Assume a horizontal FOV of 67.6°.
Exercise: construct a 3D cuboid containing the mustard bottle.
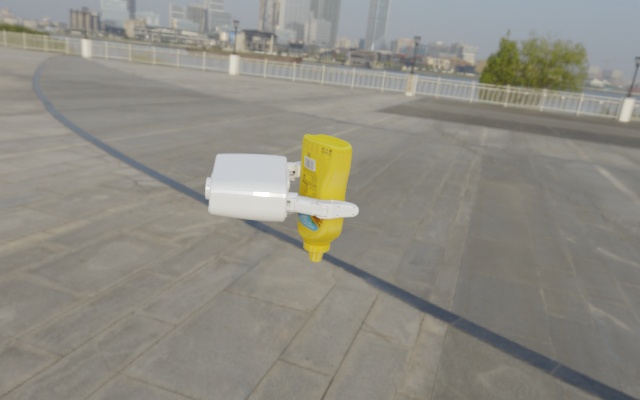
[{"bbox_3d":[0.000,0.002,0.716,0.058,0.192,0.096,-5,20,-31],"label":"mustard bottle"}]
